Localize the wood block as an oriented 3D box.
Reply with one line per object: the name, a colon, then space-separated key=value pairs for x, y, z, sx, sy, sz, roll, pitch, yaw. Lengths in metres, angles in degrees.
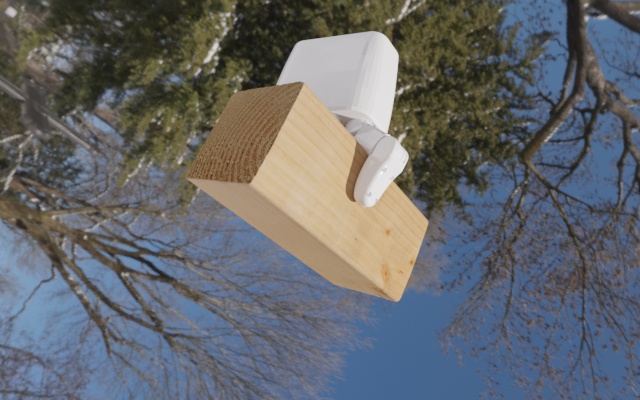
wood block: x=0.001 y=0.001 z=0.423 sx=0.091 sy=0.090 sz=0.206 roll=5 pitch=-27 yaw=45
